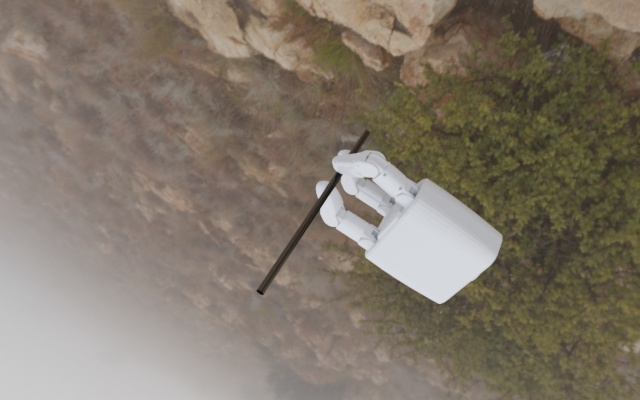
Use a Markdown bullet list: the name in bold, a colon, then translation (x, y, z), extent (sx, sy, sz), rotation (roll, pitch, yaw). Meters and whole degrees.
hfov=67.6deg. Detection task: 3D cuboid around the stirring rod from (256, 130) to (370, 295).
- **stirring rod**: translation (0.000, 0.002, 0.506), extent (0.011, 0.011, 0.239), rotation (0, 44, 40)
